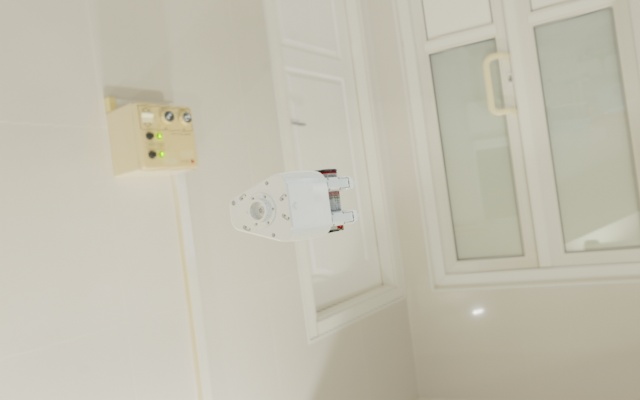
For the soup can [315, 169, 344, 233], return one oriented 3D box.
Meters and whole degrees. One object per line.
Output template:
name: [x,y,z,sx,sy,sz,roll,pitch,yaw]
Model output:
soup can: [0.000,0.003,0.790,0.068,0.102,0.068,-8,-1,0]
